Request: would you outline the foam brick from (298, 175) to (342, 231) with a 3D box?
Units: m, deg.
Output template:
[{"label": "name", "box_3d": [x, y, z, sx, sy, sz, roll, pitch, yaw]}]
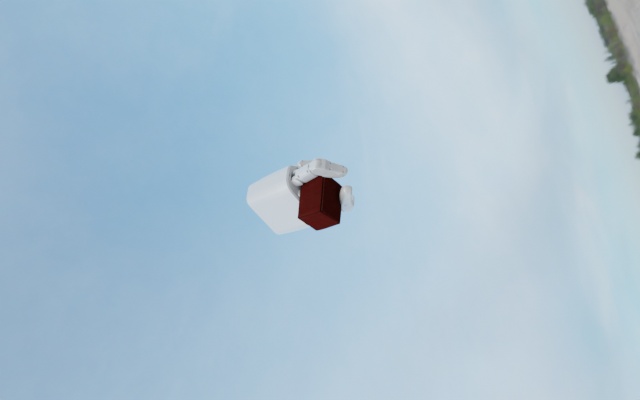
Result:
[{"label": "foam brick", "box_3d": [0.000, 0.003, 0.800, 0.051, 0.078, 0.053, -20, -40, 33]}]
